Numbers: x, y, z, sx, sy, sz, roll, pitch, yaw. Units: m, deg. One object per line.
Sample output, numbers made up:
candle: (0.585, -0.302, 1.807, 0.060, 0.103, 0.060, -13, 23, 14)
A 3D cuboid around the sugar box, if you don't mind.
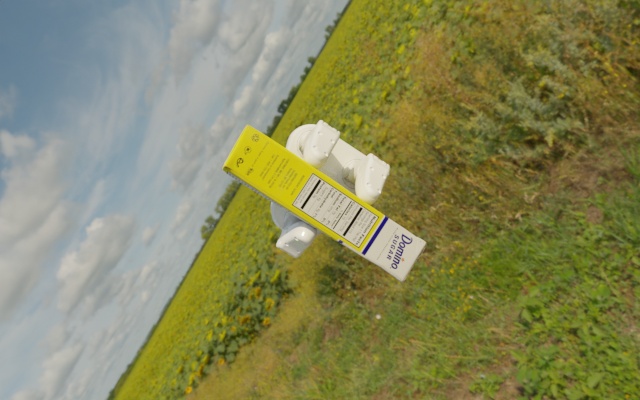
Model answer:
sugar box: (0.000, 0.001, 0.423, 0.176, 0.048, 0.093, 31, 0, -10)
